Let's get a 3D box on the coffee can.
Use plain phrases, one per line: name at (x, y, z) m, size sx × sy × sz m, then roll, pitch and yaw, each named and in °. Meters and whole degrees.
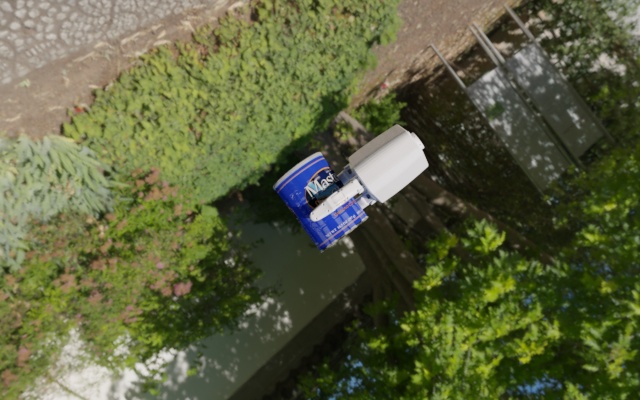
coffee can at (0.000, 0.003, 0.822) m, size 0.103 × 0.140 × 0.103 m, roll -36°, pitch -3°, yaw -2°
